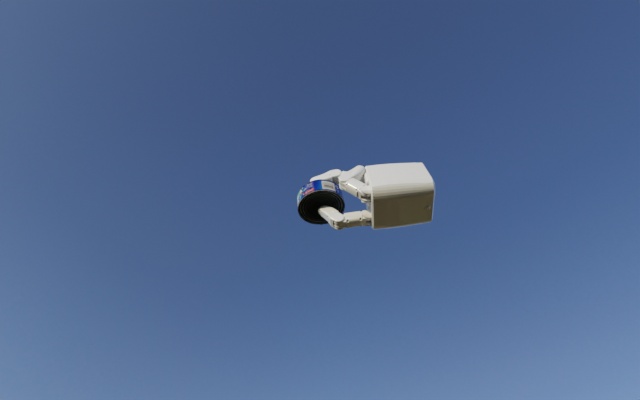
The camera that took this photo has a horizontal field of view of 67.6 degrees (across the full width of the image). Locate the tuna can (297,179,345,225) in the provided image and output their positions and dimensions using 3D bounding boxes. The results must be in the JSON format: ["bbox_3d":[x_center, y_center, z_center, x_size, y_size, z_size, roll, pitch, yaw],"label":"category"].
[{"bbox_3d":[0.000,0.002,0.872,0.086,0.086,0.033,0,43,-8],"label":"tuna can"}]
